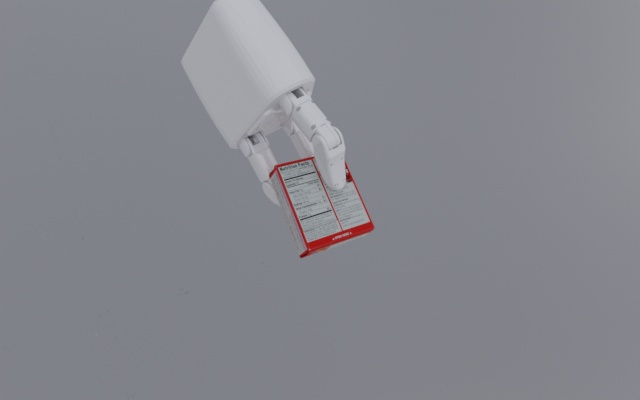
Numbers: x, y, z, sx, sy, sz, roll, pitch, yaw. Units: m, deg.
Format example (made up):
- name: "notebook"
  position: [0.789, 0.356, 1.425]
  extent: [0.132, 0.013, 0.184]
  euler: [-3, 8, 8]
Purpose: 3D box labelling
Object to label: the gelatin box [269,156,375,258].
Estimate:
- name: "gelatin box"
  position: [0.000, 0.002, 0.458]
  extent: [0.073, 0.089, 0.030]
  euler: [-17, -14, -26]
